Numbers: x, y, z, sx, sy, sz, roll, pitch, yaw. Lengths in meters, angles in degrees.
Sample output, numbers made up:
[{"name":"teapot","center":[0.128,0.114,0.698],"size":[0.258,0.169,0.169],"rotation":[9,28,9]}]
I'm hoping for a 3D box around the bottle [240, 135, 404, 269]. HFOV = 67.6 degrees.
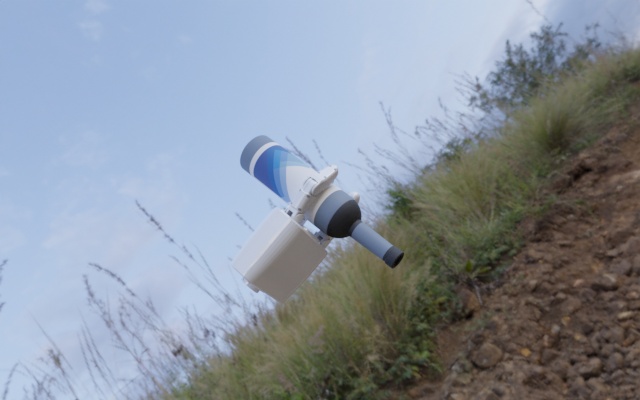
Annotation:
[{"name":"bottle","center":[0.000,0.002,0.713],"size":[0.295,0.069,0.069],"rotation":[37,18,26]}]
